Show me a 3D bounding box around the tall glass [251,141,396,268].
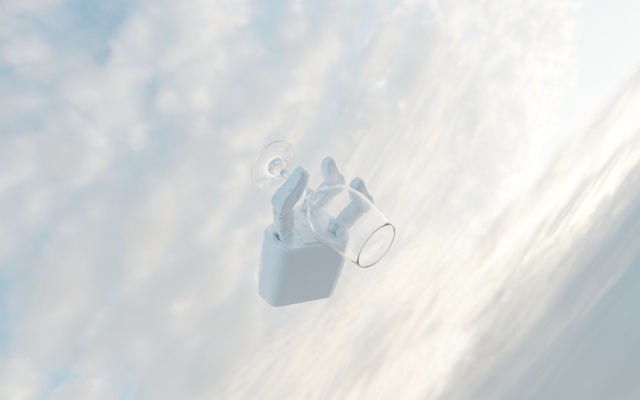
[{"bbox_3d":[0.000,0.002,0.601,0.201,0.079,0.079,38,24,34],"label":"tall glass"}]
